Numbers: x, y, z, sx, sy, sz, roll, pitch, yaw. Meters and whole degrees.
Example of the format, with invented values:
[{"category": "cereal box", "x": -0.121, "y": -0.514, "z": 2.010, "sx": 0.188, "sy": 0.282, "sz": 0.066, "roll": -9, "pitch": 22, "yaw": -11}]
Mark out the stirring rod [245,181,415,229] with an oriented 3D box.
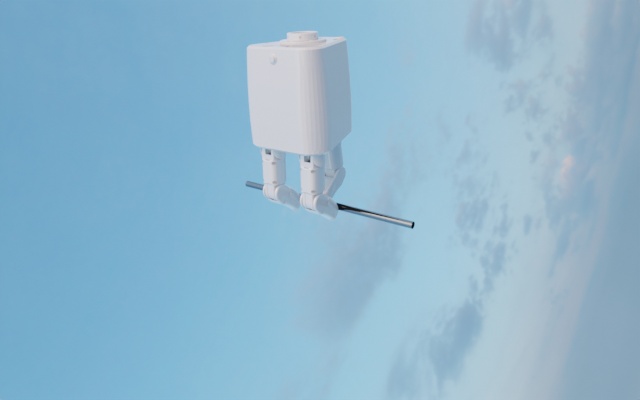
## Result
[{"category": "stirring rod", "x": 0.000, "y": 0.002, "z": 0.567, "sx": 0.239, "sy": 0.011, "sz": 0.011, "roll": 14, "pitch": 8, "yaw": 34}]
